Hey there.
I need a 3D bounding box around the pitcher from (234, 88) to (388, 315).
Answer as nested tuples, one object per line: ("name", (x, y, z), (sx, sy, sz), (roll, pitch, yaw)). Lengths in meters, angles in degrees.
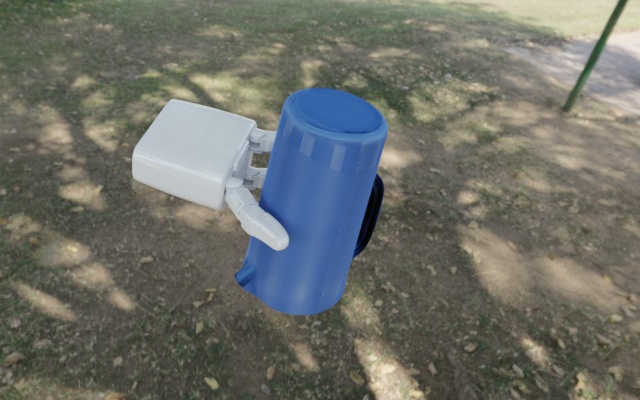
("pitcher", (0.000, 0.002, 0.547), (0.145, 0.243, 0.149), (19, 36, 4))
